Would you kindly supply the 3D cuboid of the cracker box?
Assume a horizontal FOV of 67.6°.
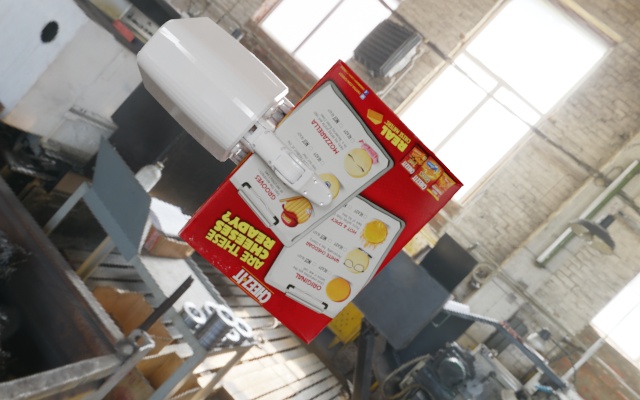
[{"bbox_3d":[0.000,0.001,0.462,0.164,0.214,0.072,43,5,-10],"label":"cracker box"}]
